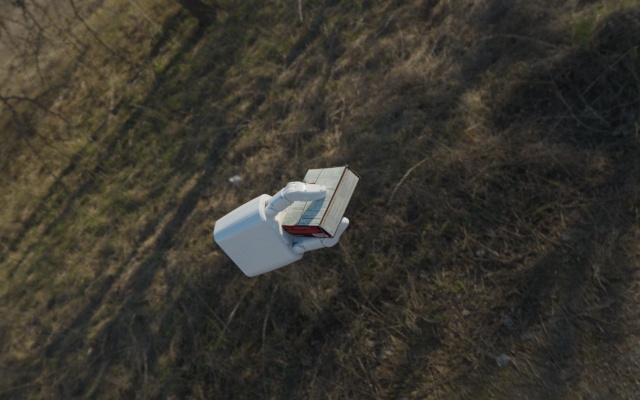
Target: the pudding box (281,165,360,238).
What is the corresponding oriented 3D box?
[{"bbox_3d":[0.000,0.002,0.733,0.090,0.113,0.039,-1,-32,47],"label":"pudding box"}]
